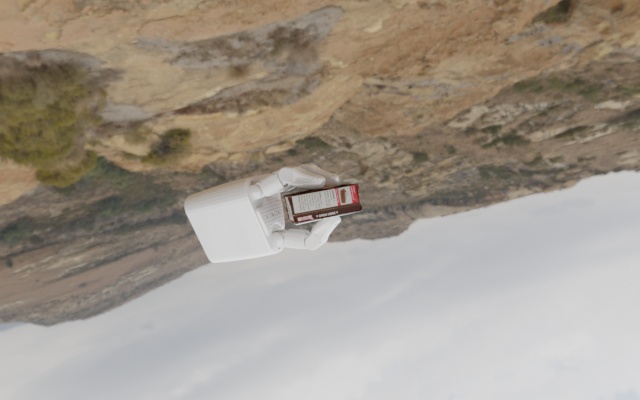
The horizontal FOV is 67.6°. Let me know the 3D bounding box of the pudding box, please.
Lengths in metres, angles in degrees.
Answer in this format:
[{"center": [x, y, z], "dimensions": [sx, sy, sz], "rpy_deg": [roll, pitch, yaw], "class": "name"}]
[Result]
[{"center": [0.000, 0.002, 0.628], "dimensions": [0.090, 0.039, 0.113], "rpy_deg": [-11, 5, -6], "class": "pudding box"}]
